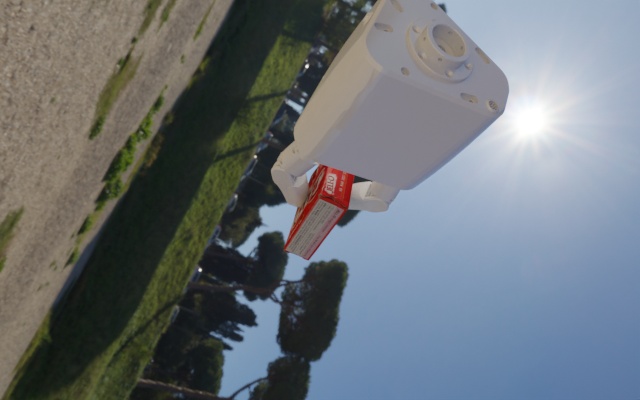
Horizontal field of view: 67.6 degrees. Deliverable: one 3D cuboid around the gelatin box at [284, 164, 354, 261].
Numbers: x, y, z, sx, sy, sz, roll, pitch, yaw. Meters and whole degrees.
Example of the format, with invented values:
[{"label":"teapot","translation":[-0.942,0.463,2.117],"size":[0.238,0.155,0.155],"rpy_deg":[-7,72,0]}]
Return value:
[{"label":"gelatin box","translation":[0.000,0.002,0.445],"size":[0.030,0.073,0.089],"rpy_deg":[24,-45,-9]}]
